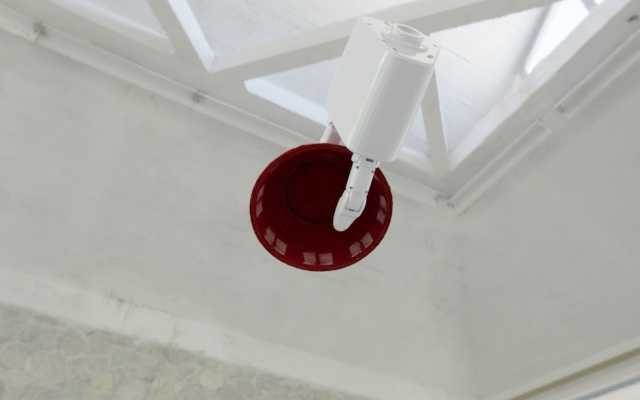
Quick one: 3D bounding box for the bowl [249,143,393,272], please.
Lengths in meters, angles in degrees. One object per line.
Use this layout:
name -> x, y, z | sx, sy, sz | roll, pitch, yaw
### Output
bowl -> -0.001, 0.003, 0.559 | 0.162, 0.162, 0.055 | 0, 25, -3
